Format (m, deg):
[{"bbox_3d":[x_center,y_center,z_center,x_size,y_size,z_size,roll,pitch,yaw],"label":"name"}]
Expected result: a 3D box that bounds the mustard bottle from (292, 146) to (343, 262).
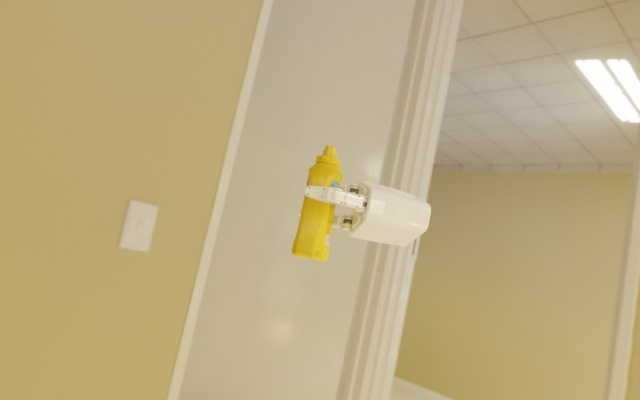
[{"bbox_3d":[0.000,0.003,0.796,0.058,0.191,0.096,10,-8,14],"label":"mustard bottle"}]
